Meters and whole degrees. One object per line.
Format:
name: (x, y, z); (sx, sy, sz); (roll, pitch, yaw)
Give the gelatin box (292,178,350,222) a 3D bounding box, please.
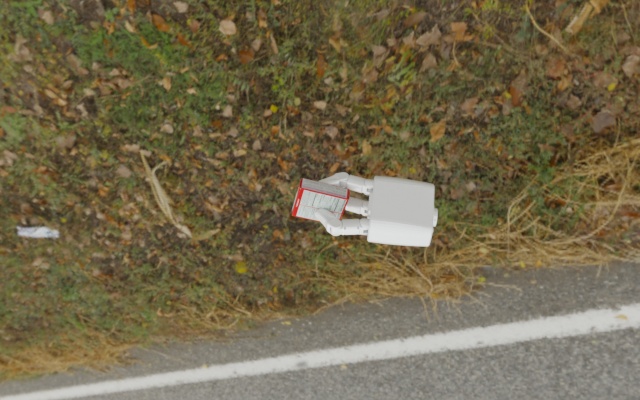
gelatin box: (0.000, 0.003, 0.842); (0.089, 0.030, 0.073); (12, -44, -7)
